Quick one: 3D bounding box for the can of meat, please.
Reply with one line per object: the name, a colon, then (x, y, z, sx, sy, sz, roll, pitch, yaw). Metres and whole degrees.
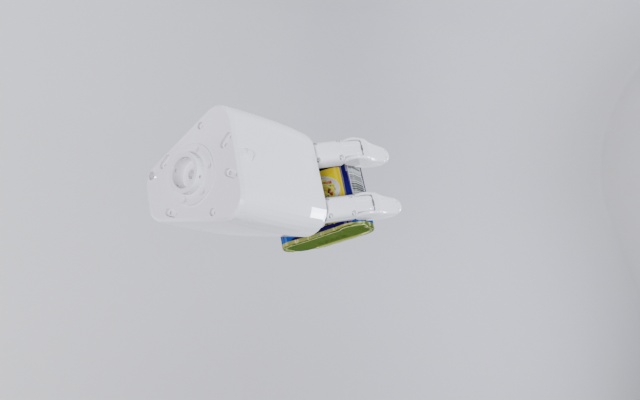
can of meat: (0.000, 0.002, 0.497, 0.102, 0.084, 0.057, -20, -18, 26)
